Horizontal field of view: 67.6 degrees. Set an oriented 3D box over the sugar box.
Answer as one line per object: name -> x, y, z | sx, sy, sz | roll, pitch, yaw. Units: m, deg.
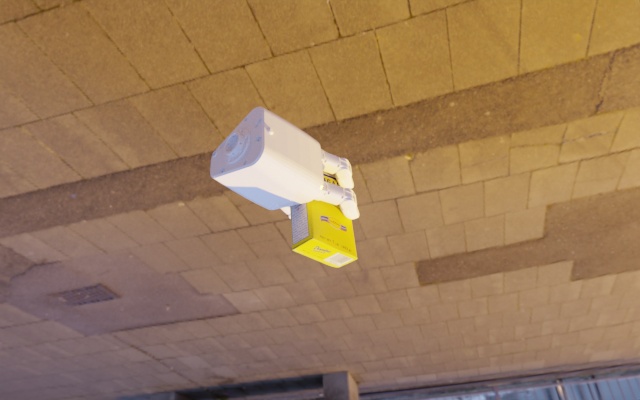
sugar box -> 0.000, 0.002, 0.694 | 0.048, 0.176, 0.093 | -30, -41, 33
